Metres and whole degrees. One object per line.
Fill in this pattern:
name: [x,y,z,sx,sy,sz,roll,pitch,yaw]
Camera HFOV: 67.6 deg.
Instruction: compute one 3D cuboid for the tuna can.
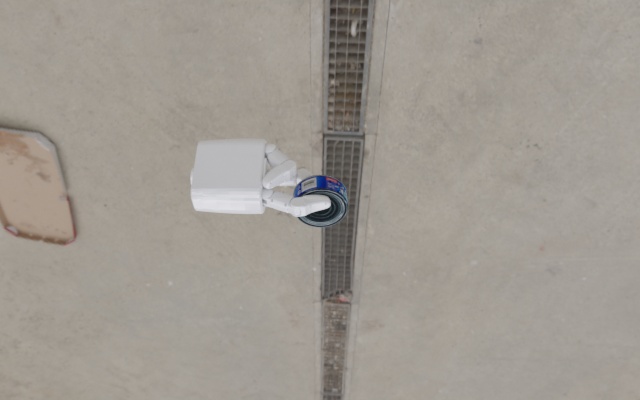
tuna can: [0.000,0.003,0.745,0.086,0.086,0.033,0,44,-2]
